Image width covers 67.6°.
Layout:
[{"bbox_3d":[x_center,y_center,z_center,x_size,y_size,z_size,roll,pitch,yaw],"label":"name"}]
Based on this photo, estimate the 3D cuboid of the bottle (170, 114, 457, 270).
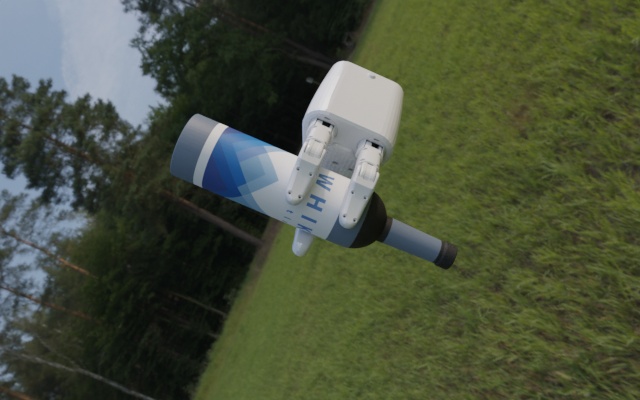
[{"bbox_3d":[0.000,0.002,0.486,0.296,0.069,0.069,23,-1,-3],"label":"bottle"}]
